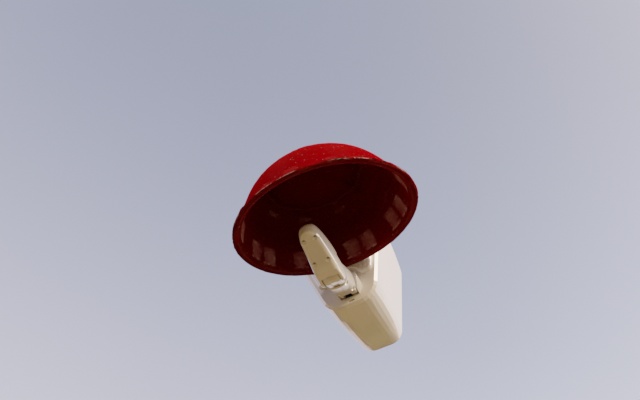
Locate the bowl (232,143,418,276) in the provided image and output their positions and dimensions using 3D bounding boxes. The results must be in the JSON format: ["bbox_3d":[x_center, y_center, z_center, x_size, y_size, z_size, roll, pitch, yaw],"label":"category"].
[{"bbox_3d":[0.000,0.000,0.419,0.162,0.055,0.162,-11,-36,-8],"label":"bowl"}]
